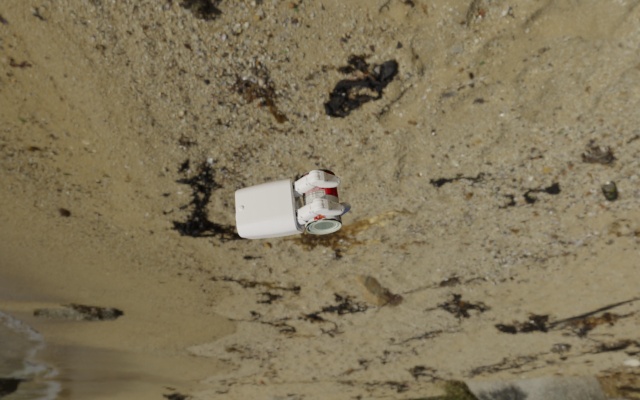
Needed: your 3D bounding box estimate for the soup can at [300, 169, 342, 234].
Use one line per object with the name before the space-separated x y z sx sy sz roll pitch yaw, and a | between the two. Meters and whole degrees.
soup can | 0.001 0.003 0.873 0.068 0.102 0.068 -6 -25 -3
